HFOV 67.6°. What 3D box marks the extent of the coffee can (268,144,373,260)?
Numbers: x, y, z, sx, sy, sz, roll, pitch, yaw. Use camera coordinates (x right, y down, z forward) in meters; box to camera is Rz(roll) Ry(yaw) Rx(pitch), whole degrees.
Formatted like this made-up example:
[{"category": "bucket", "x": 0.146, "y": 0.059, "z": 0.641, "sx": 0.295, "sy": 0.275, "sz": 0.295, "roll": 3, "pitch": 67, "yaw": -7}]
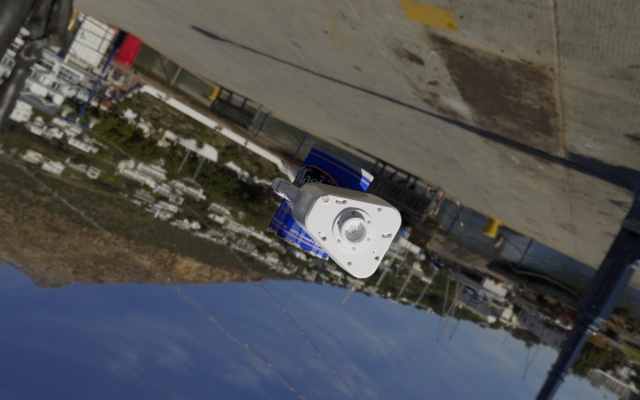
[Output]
[{"category": "coffee can", "x": 0.000, "y": 0.002, "z": 0.708, "sx": 0.103, "sy": 0.140, "sz": 0.103, "roll": 29, "pitch": 1, "yaw": 0}]
